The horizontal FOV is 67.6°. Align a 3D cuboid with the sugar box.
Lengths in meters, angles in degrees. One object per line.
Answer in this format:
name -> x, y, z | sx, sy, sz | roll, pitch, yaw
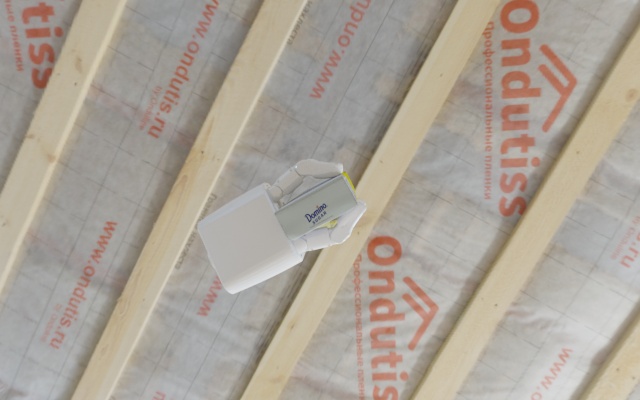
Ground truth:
sugar box -> 0.000, 0.003, 0.631 | 0.093, 0.048, 0.176 | -29, 6, 6
